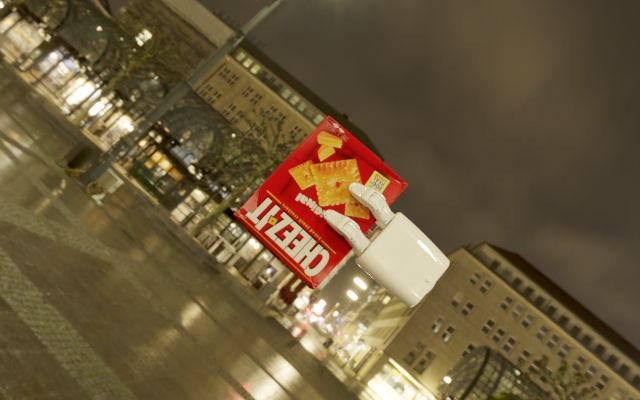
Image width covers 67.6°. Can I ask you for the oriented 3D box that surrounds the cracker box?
[{"bbox_3d":[0.000,0.002,0.728,0.164,0.213,0.072,42,-10,2],"label":"cracker box"}]
